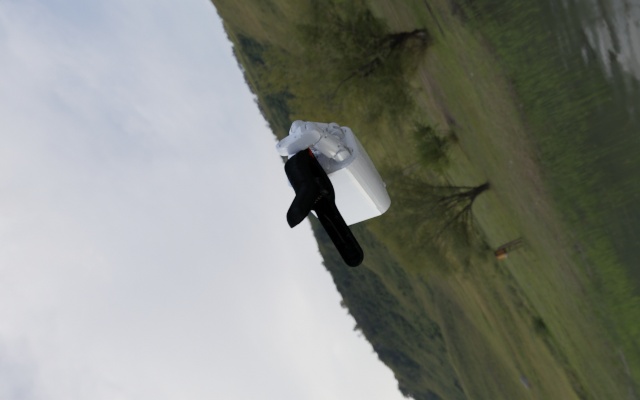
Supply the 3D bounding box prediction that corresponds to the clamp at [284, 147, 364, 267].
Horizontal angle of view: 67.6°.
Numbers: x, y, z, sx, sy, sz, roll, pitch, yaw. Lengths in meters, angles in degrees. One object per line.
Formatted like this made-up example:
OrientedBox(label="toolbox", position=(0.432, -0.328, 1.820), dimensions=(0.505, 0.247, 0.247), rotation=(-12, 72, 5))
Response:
OrientedBox(label="clamp", position=(0.000, 0.002, 0.573), dimensions=(0.039, 0.120, 0.171), rotation=(-31, 35, 17))
